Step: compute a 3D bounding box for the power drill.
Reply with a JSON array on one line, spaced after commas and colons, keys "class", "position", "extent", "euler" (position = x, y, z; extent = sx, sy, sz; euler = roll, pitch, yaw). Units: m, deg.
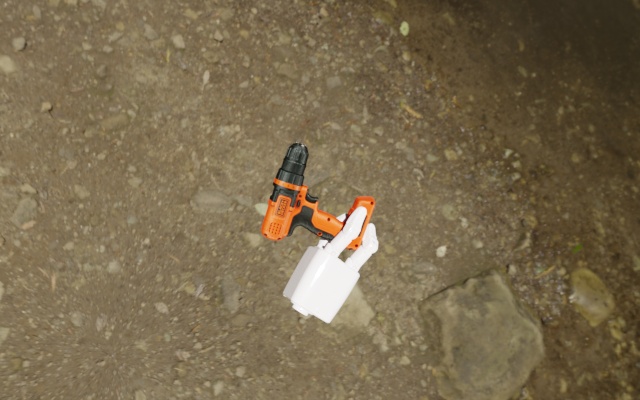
[{"class": "power drill", "position": [0.000, 0.003, 0.879], "extent": [0.187, 0.184, 0.057], "euler": [17, 9, -8]}]
